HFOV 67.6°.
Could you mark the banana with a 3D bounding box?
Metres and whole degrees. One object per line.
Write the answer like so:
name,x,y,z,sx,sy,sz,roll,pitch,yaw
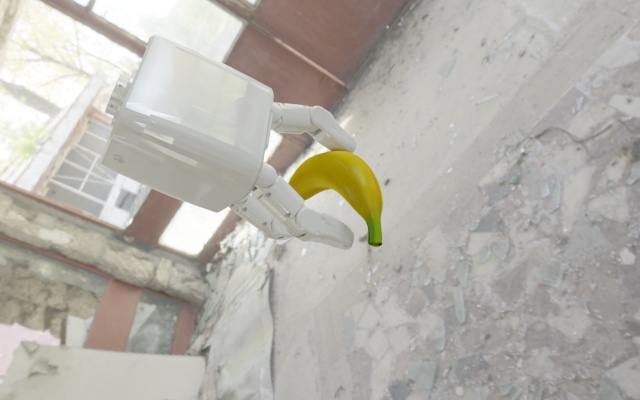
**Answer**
banana,0.008,-0.015,0.460,0.037,0.069,0.197,19,3,-25
